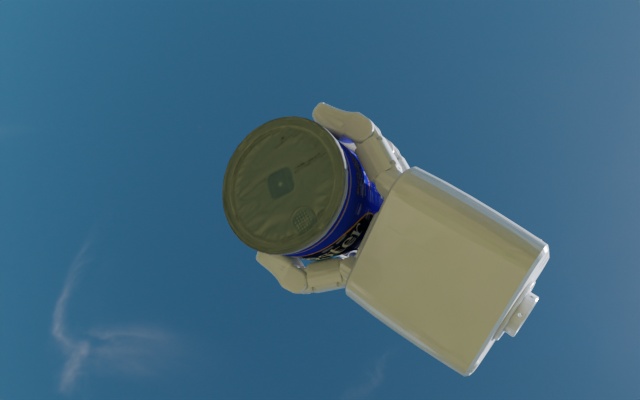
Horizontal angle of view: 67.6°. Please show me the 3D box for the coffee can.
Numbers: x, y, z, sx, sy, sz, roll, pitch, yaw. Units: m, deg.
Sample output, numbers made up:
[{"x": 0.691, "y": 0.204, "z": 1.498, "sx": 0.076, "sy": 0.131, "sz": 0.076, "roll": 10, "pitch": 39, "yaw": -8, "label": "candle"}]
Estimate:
[{"x": 0.000, "y": 0.001, "z": 0.405, "sx": 0.103, "sy": 0.103, "sz": 0.140, "roll": 0, "pitch": -11, "yaw": 26, "label": "coffee can"}]
